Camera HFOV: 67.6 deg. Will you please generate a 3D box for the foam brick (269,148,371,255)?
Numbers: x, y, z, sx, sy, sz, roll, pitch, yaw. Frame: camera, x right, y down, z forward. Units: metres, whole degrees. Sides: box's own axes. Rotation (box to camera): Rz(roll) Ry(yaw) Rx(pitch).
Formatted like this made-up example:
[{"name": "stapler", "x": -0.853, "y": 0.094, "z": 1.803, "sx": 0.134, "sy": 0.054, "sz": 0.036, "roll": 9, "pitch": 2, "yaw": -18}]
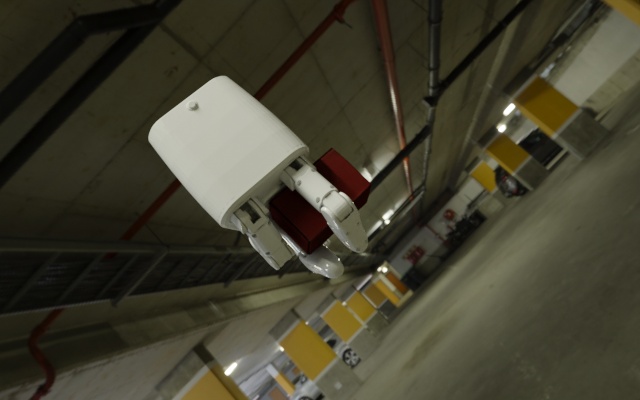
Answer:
[{"name": "foam brick", "x": 0.000, "y": 0.001, "z": 0.432, "sx": 0.078, "sy": 0.051, "sz": 0.053, "roll": -42, "pitch": -14, "yaw": -15}]
